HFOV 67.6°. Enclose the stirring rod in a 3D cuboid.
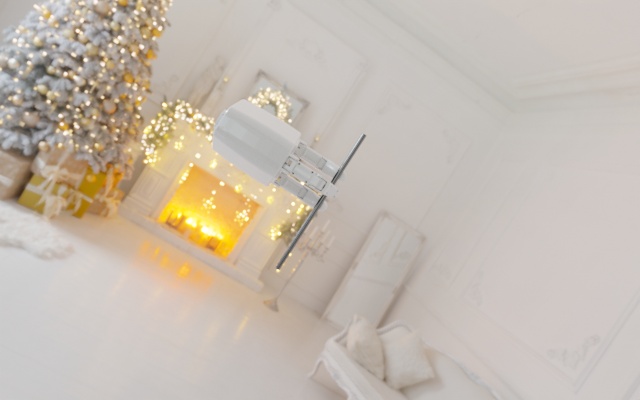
[{"bbox_3d":[0.000,0.002,0.717,0.011,0.239,0.011,33,2,-1],"label":"stirring rod"}]
